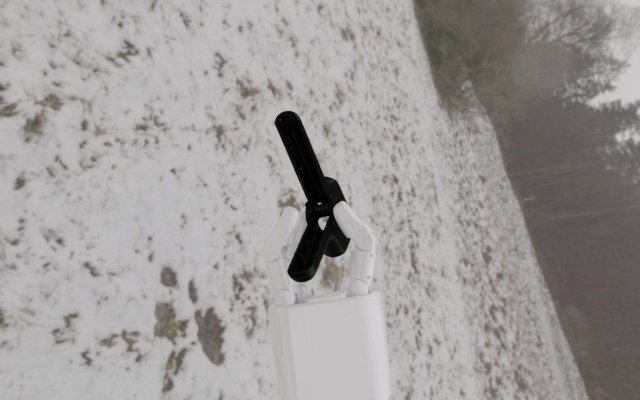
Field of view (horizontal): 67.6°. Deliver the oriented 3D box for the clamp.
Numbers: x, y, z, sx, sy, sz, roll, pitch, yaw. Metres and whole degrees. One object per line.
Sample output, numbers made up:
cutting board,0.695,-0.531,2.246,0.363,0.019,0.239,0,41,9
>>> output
clamp,0.001,0.002,0.525,0.036,0.164,0.210,-9,-8,16
